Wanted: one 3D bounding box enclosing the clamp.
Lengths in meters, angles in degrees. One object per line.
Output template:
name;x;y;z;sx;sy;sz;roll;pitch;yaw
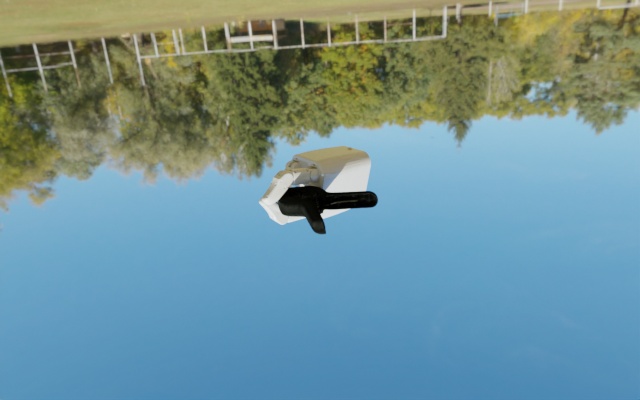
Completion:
clamp;0.000;0.003;0.725;0.120;0.039;0.171;-16;23;-31
